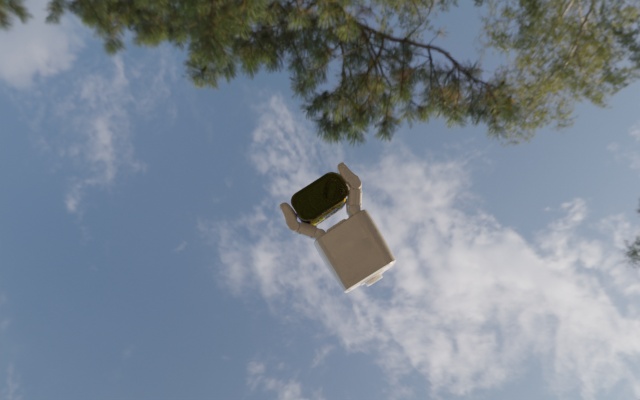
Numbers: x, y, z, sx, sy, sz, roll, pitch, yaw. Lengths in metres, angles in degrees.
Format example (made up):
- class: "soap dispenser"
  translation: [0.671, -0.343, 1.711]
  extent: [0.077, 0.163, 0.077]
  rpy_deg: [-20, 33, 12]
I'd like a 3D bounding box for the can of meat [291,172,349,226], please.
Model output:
- class: "can of meat"
  translation: [0.000, 0.003, 0.878]
  extent: [0.102, 0.057, 0.084]
  rpy_deg: [-33, -14, -7]
